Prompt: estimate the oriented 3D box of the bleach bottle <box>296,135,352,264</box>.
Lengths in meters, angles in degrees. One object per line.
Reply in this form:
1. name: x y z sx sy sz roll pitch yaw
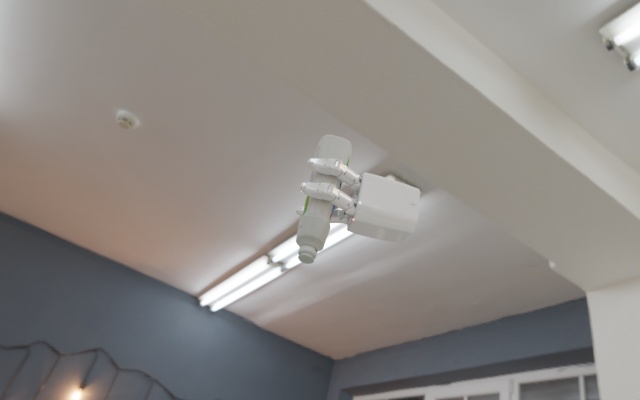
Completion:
1. bleach bottle: 0.000 0.003 0.859 0.068 0.250 0.103 15 -36 -1
